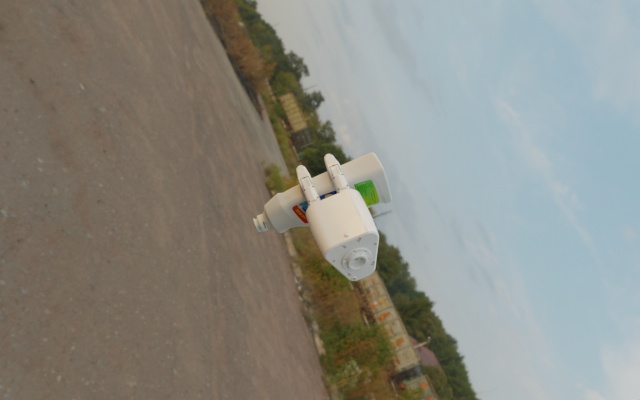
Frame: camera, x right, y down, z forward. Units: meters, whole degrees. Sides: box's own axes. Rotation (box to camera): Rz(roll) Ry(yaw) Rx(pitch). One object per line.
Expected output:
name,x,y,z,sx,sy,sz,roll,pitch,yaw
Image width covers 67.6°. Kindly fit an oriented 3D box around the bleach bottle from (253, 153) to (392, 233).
bleach bottle,0.000,0.003,0.882,0.251,0.103,0.068,-23,43,0
